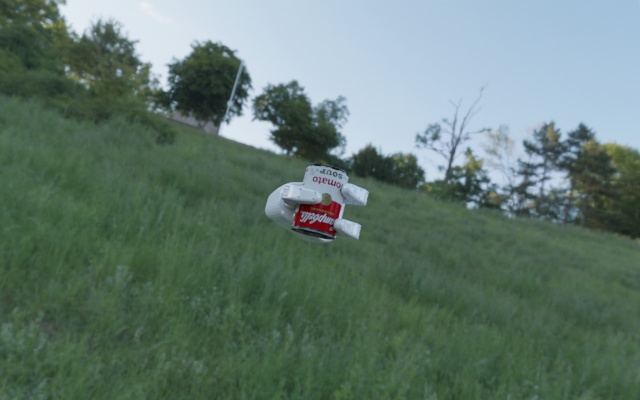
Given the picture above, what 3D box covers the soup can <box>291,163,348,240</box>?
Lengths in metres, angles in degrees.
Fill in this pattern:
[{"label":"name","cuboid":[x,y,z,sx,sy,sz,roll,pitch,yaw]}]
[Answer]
[{"label":"soup can","cuboid":[0.000,0.002,0.727,0.068,0.102,0.068,13,-11,3]}]
